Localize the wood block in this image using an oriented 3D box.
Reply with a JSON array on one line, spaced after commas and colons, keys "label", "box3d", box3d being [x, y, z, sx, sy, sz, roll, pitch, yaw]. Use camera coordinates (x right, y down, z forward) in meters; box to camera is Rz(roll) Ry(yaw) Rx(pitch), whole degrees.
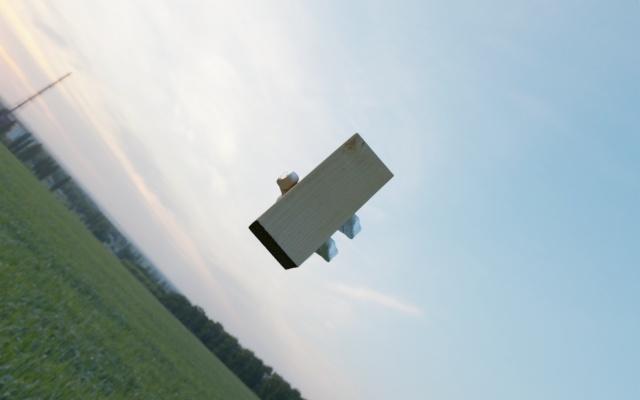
[{"label": "wood block", "box3d": [0.000, 0.002, 0.730, 0.206, 0.091, 0.090, -43, 4, -19]}]
